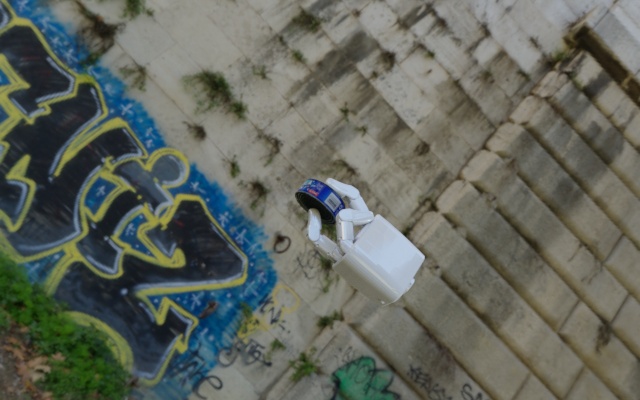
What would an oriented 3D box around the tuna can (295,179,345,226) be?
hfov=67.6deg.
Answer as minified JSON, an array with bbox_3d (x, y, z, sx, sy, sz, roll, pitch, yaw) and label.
[{"bbox_3d":[0.000,0.002,0.816,0.086,0.033,0.086,34,-21,14],"label":"tuna can"}]
